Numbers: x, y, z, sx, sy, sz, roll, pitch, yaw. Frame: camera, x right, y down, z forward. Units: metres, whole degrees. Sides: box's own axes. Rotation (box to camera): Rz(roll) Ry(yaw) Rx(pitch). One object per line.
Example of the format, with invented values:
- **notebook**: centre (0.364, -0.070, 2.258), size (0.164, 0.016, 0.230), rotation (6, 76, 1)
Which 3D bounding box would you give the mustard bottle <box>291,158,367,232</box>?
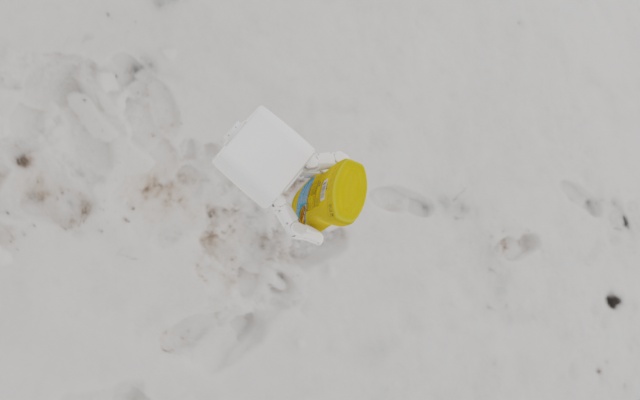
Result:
- **mustard bottle**: centre (0.001, 0.003, 0.759), size (0.058, 0.096, 0.191), rotation (17, -18, -23)
